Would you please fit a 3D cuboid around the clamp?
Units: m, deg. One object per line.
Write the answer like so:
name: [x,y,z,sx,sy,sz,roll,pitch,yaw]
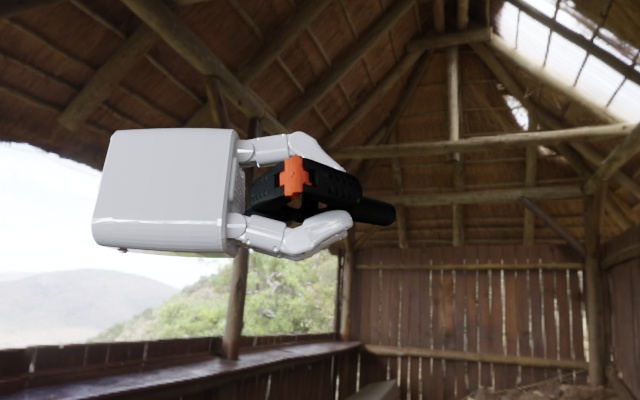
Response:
clamp: [0.000,0.001,0.431,0.164,0.036,0.210,-2,-11,-2]
